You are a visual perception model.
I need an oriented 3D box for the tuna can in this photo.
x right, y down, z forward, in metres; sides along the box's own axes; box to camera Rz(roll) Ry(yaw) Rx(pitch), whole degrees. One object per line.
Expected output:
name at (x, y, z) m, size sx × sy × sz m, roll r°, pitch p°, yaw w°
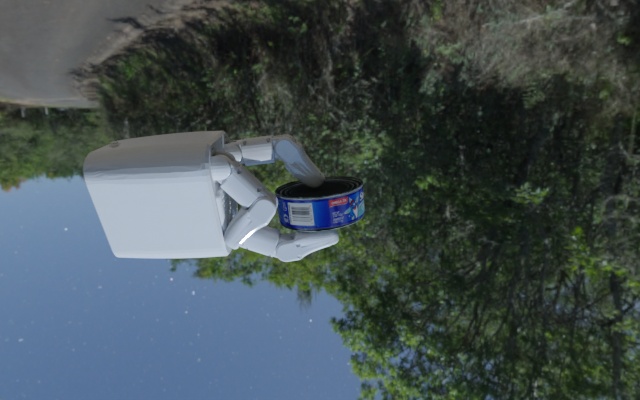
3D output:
tuna can at (0.000, 0.002, 0.466) m, size 0.086 × 0.034 × 0.086 m, roll -6°, pitch 14°, yaw 1°
